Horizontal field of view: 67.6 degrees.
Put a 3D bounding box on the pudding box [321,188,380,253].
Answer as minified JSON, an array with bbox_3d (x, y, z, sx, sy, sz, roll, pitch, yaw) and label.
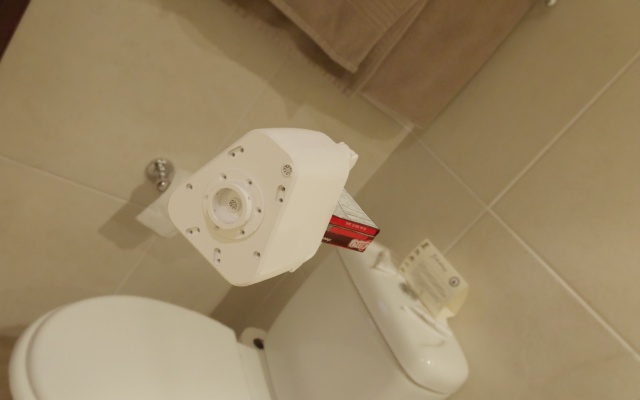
[{"bbox_3d":[0.000,0.002,0.512,0.090,0.039,0.113,20,26,-47],"label":"pudding box"}]
